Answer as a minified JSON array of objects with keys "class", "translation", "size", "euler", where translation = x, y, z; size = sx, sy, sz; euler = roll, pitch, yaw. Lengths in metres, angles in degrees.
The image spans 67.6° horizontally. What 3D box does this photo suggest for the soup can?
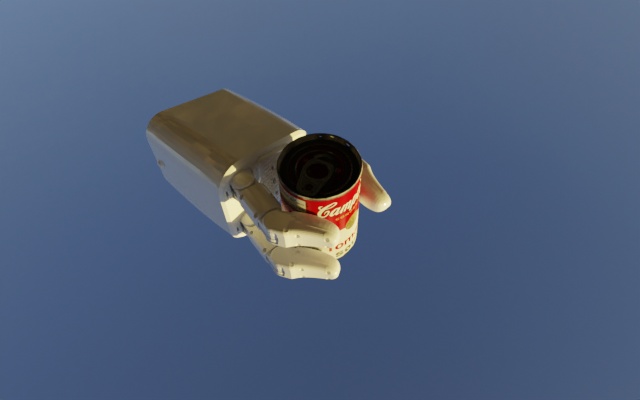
[{"class":"soup can","translation":[0.001,0.002,0.415],"size":[0.068,0.068,0.102],"euler":[0,-36,1]}]
